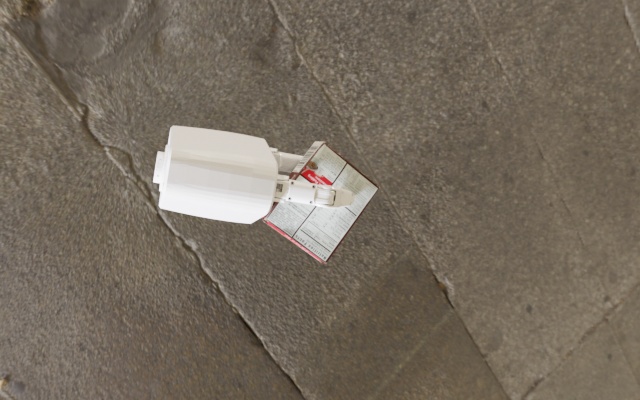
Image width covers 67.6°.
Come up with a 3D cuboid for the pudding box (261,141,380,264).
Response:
[{"bbox_3d":[0.000,0.002,0.549,0.090,0.113,0.039,38,-5,-16],"label":"pudding box"}]
